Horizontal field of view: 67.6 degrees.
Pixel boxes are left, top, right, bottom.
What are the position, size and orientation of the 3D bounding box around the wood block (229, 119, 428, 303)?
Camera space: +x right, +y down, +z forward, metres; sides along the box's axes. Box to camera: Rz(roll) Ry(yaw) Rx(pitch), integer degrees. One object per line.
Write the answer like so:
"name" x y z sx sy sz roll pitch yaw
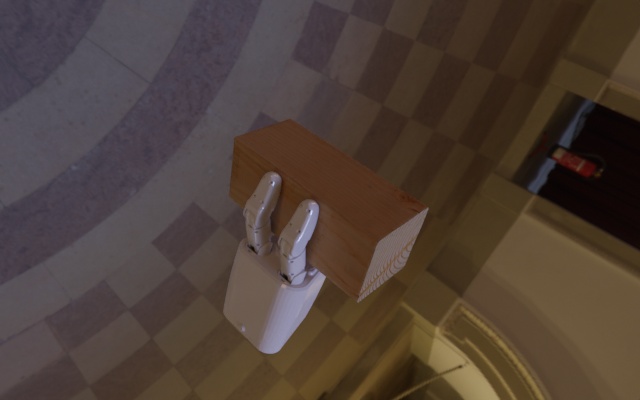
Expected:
"wood block" 0.000 0.002 0.532 0.206 0.090 0.091 36 42 27
